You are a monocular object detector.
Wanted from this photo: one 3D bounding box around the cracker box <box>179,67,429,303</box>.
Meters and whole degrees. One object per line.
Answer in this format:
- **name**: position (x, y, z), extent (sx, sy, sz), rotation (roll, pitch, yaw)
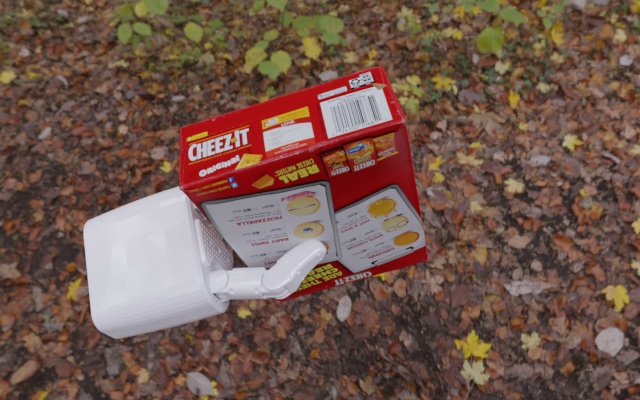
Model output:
- **cracker box**: position (0.000, 0.001, 0.422), extent (0.164, 0.072, 0.214), rotation (-16, -36, 7)
